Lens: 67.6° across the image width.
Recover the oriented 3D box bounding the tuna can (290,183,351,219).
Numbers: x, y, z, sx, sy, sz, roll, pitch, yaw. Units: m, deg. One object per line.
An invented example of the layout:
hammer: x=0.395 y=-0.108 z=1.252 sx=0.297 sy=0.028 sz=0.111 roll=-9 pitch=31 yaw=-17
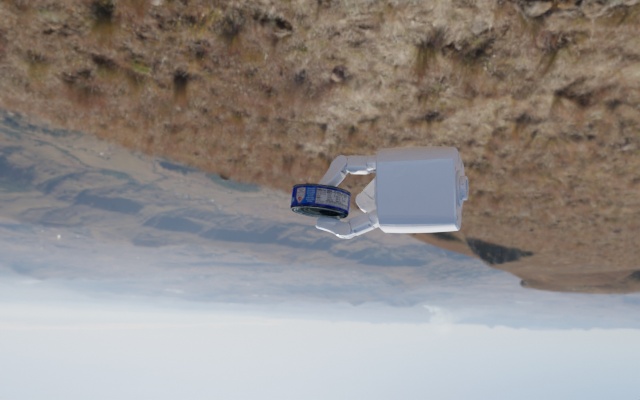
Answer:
tuna can: x=0.000 y=0.003 z=0.687 sx=0.086 sy=0.033 sz=0.086 roll=7 pitch=-11 yaw=1
